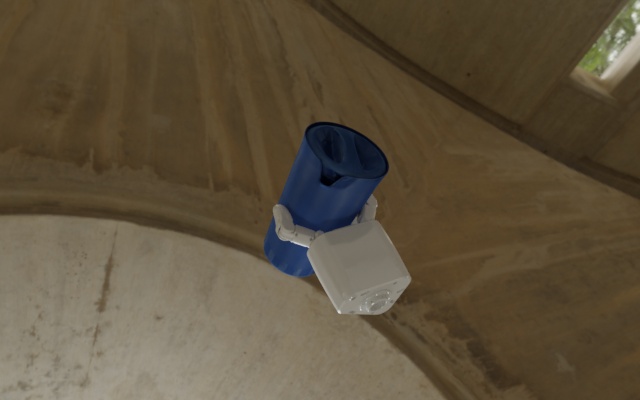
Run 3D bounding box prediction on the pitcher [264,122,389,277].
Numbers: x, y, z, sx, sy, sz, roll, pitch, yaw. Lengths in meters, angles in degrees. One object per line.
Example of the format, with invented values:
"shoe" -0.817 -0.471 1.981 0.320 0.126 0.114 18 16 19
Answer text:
"pitcher" 0.000 0.003 0.763 0.149 0.243 0.145 0 45 -33
